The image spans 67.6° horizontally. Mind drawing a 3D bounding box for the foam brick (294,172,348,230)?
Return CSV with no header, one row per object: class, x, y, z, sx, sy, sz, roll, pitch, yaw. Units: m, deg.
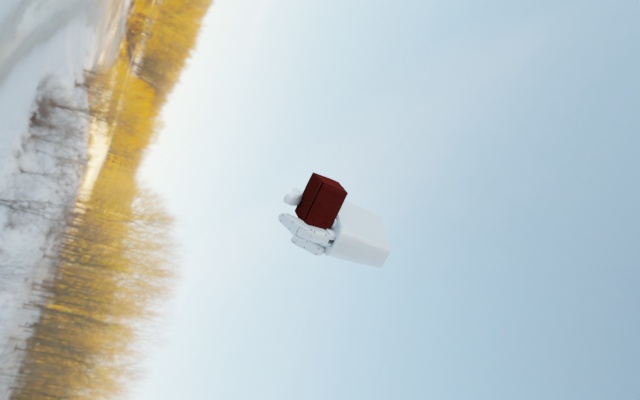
foam brick,0.000,0.002,0.779,0.051,0.078,0.053,19,17,-24
